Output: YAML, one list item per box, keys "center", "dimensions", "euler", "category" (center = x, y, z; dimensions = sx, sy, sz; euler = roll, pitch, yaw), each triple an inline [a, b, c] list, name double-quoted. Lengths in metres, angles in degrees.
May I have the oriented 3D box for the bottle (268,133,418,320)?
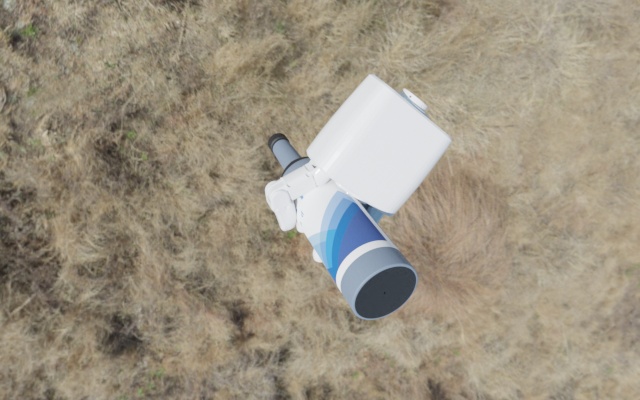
- center: [0.000, 0.002, 0.530]
  dimensions: [0.069, 0.069, 0.295]
  euler: [0, 33, -28]
  category: "bottle"
